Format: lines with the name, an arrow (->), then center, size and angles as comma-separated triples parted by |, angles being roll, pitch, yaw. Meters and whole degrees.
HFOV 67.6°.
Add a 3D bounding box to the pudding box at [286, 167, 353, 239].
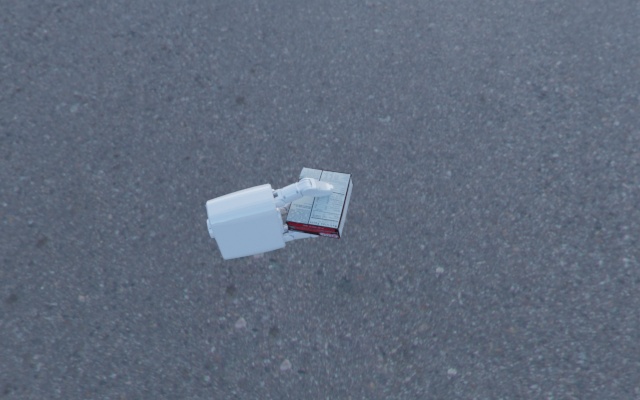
pudding box -> 0.000, 0.002, 0.792 | 0.090, 0.113, 0.039 | 9, -28, 11
